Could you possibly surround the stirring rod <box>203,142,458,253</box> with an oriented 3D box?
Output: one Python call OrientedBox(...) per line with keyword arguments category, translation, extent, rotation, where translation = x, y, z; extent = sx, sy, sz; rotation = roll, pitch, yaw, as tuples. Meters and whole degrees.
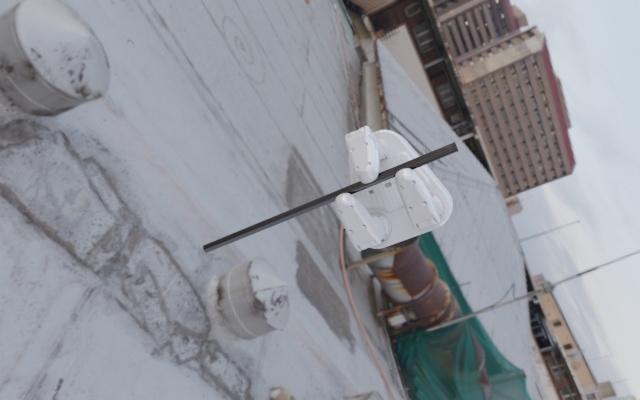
OrientedBox(category="stirring rod", translation=(0.000, 0.001, 0.408), extent=(0.239, 0.011, 0.011), rotation=(-22, -7, 17))
